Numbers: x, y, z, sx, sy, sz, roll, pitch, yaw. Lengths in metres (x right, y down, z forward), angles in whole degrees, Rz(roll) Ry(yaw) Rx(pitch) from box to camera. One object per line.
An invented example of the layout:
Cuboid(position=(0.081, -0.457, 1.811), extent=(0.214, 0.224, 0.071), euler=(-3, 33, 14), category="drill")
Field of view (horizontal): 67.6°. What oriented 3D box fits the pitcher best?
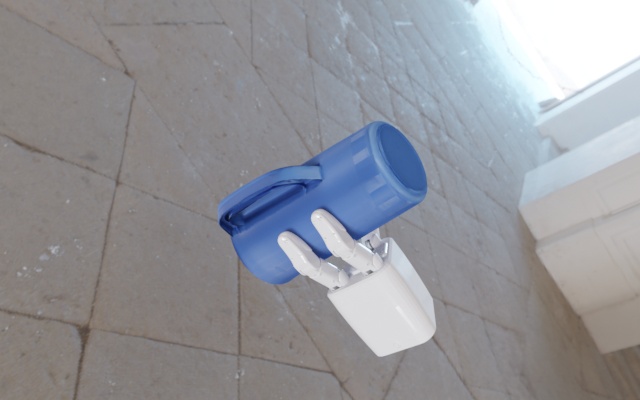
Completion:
Cuboid(position=(0.000, 0.002, 0.598), extent=(0.243, 0.145, 0.149), euler=(-32, 7, 33), category="pitcher")
